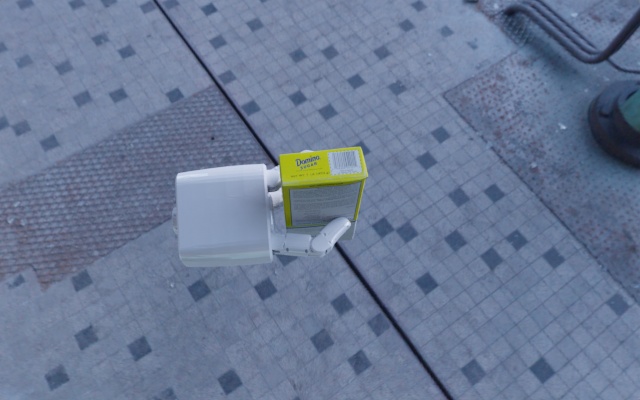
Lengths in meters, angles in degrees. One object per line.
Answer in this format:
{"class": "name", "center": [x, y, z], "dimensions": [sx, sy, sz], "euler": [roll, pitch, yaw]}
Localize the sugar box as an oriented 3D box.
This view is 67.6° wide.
{"class": "sugar box", "center": [0.000, 0.001, 0.583], "dimensions": [0.093, 0.048, 0.176], "euler": [-5, -24, -5]}
